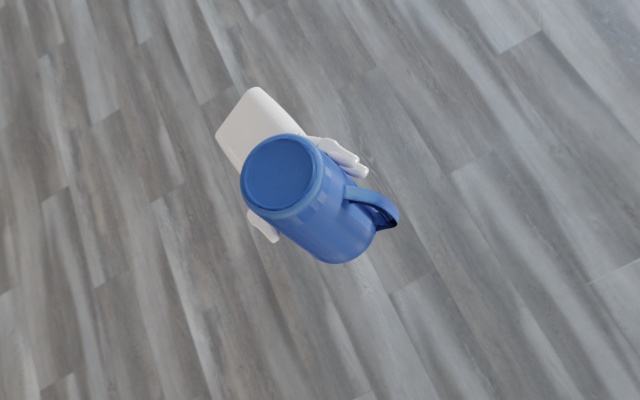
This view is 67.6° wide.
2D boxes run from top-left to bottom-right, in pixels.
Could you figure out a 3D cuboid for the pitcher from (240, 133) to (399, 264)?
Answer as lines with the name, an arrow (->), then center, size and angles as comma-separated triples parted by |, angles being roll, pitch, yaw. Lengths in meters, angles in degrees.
pitcher -> 0.000, 0.002, 0.655 | 0.149, 0.145, 0.243 | -42, -25, 3
